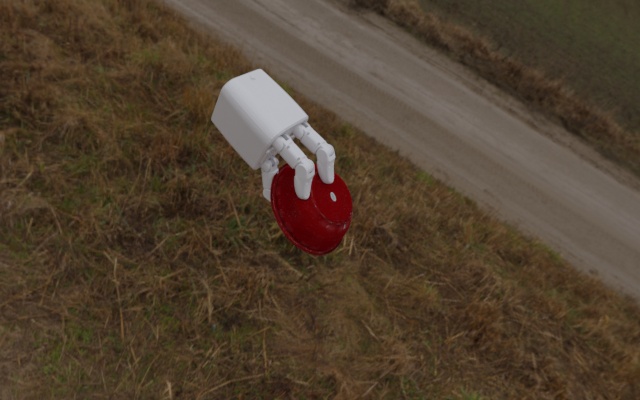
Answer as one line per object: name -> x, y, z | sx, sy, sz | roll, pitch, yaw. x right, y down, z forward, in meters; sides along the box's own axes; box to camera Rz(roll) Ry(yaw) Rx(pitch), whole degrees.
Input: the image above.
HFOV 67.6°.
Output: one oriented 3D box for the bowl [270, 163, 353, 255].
bowl -> 0.001, 0.003, 0.756 | 0.162, 0.162, 0.055 | 0, -19, -47
